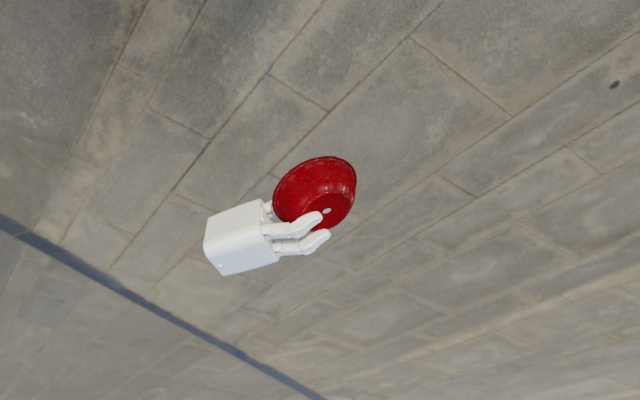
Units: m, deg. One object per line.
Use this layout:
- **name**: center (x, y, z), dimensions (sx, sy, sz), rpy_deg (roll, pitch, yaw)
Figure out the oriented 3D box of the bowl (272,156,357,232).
- **bowl**: center (0.001, 0.002, 0.829), dimensions (0.162, 0.162, 0.055), rpy_deg (0, 40, -29)
